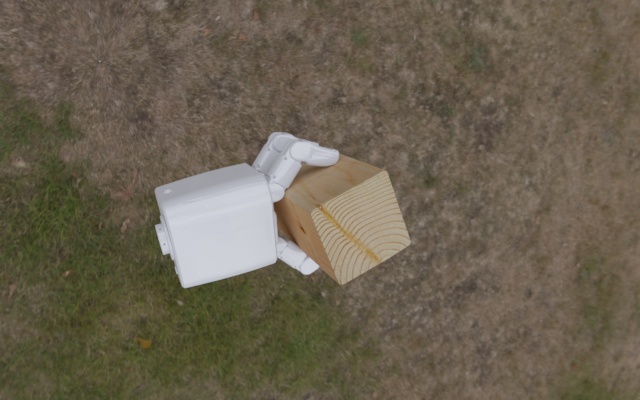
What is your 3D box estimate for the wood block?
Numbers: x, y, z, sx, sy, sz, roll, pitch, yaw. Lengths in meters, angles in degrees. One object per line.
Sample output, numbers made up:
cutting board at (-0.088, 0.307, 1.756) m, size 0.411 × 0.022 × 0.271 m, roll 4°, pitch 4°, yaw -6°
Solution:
wood block at (0.000, 0.002, 0.553) m, size 0.090 × 0.091 × 0.206 m, roll -28°, pitch 25°, yaw -15°
